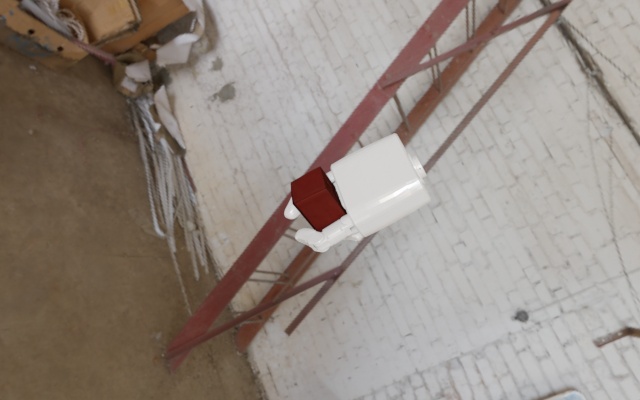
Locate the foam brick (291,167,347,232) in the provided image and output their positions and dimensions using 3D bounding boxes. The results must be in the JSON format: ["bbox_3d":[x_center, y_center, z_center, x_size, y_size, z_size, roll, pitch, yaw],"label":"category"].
[{"bbox_3d":[0.000,0.002,0.670,0.051,0.078,0.053,-28,38,13],"label":"foam brick"}]
